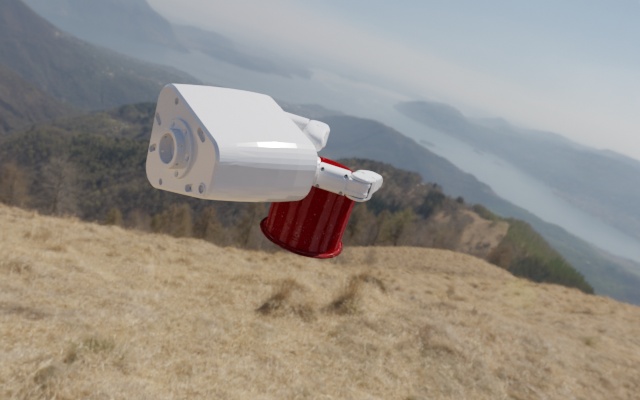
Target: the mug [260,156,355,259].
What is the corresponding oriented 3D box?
[{"bbox_3d":[0.001,0.001,0.508,0.093,0.081,0.117,33,24,36],"label":"mug"}]
